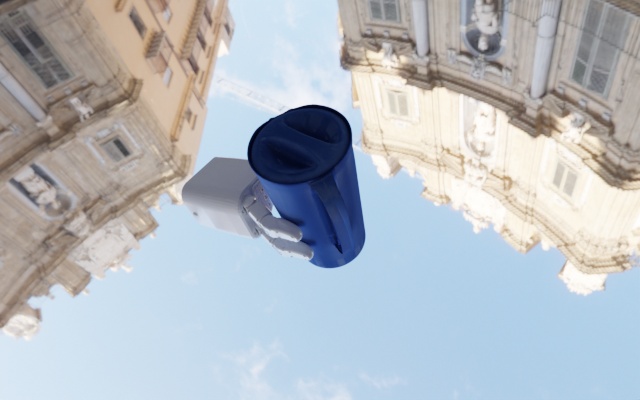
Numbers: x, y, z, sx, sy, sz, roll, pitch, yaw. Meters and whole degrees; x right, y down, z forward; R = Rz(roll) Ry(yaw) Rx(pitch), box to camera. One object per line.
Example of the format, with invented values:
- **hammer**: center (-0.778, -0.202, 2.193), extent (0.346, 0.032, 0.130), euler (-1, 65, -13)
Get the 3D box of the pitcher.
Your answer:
- **pitcher**: center (0.000, 0.002, 0.669), extent (0.145, 0.149, 0.243), euler (9, -34, 21)
